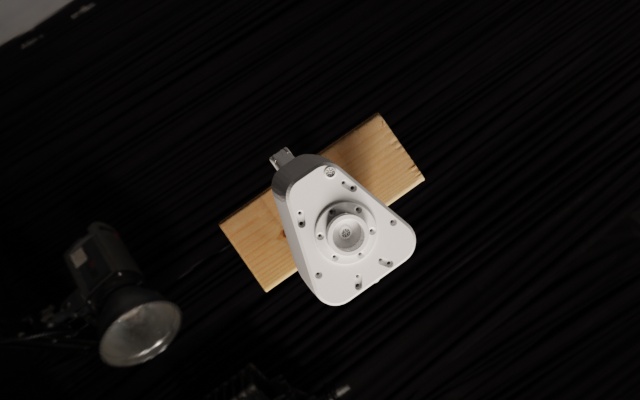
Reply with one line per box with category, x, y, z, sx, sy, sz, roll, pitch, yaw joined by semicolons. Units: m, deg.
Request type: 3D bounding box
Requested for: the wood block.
wood block;0.000;0.002;0.542;0.206;0.091;0.090;-35;1;-4
